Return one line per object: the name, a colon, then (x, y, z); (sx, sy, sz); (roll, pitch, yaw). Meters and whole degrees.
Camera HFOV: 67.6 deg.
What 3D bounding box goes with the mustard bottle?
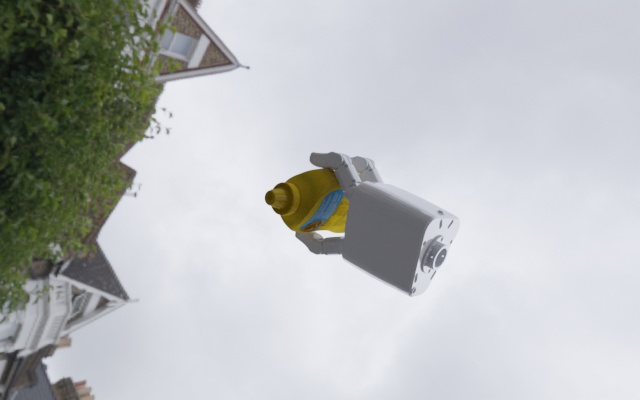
mustard bottle: (0.000, 0.002, 0.638); (0.191, 0.058, 0.096); (4, -46, -51)
